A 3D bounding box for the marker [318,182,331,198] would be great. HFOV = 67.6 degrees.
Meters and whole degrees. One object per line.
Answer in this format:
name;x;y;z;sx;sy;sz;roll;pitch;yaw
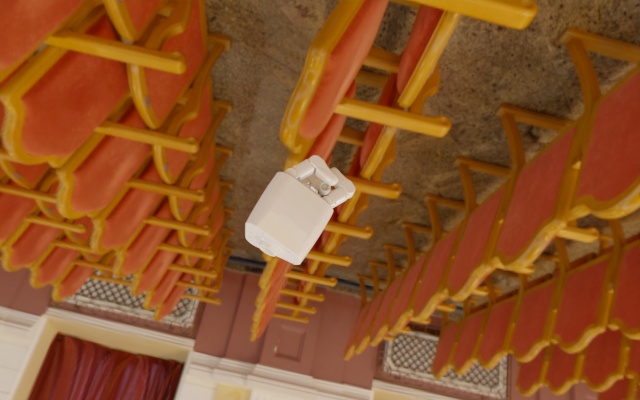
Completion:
marker;0.000;0.003;0.836;0.020;0.020;0.121;0;-25;-8
